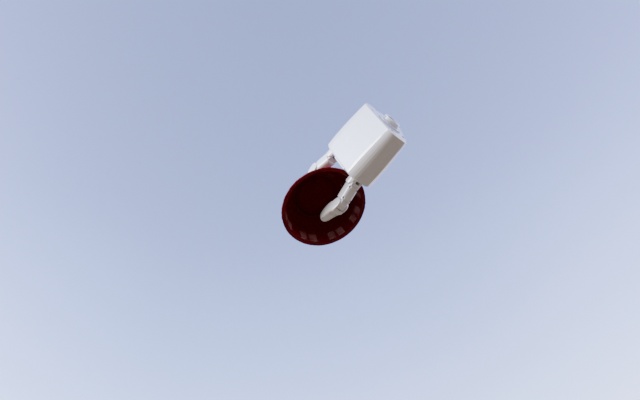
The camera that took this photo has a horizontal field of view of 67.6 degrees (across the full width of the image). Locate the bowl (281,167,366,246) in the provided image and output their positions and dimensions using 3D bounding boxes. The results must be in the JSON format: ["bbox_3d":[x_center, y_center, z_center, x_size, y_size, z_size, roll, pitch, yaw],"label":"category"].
[{"bbox_3d":[-0.001,0.004,0.897,0.162,0.162,0.055,0,26,-19],"label":"bowl"}]
